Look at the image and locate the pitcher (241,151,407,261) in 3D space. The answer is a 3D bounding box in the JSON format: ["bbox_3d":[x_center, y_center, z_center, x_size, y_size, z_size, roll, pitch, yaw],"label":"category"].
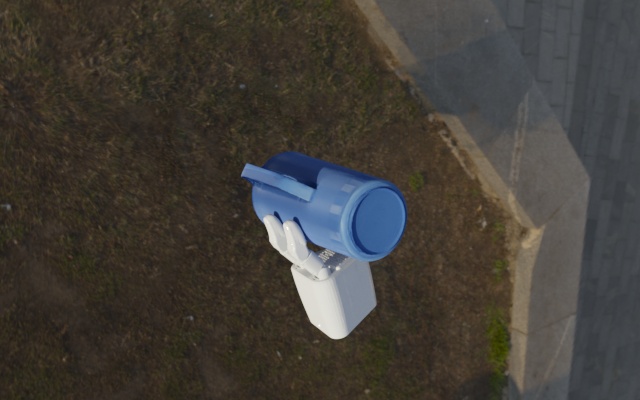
[{"bbox_3d":[0.000,0.002,0.691,0.149,0.145,0.243,-25,22,-27],"label":"pitcher"}]
